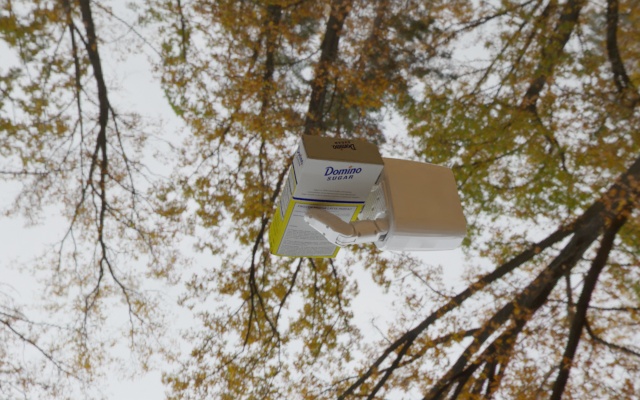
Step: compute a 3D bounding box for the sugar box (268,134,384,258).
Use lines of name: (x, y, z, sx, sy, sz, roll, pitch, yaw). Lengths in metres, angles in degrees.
sugar box: (0.000, 0.002, 0.580, 0.093, 0.048, 0.176, 4, -45, -20)
